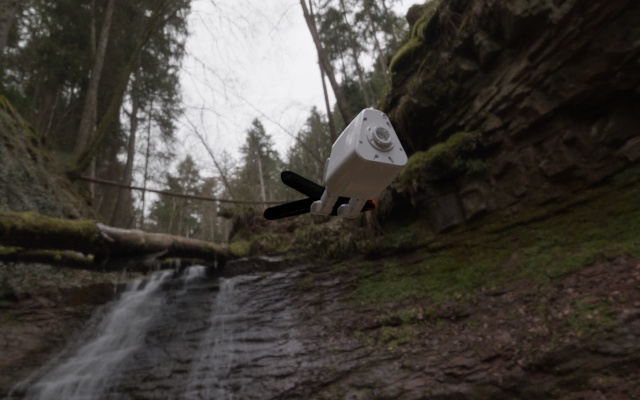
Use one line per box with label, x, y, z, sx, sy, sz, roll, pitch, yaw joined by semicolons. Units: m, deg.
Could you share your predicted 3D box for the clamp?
clamp;0.001;0.002;0.894;0.210;0.036;0.165;7;-28;-23
